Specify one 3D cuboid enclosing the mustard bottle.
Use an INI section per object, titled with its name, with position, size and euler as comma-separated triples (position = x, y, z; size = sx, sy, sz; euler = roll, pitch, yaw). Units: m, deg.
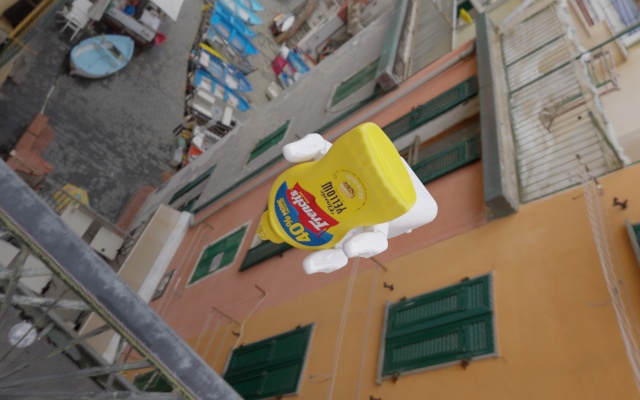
[mustard bottle]
position = 0.000, 0.002, 0.511
size = 0.192, 0.096, 0.058
euler = -28, 6, 36
